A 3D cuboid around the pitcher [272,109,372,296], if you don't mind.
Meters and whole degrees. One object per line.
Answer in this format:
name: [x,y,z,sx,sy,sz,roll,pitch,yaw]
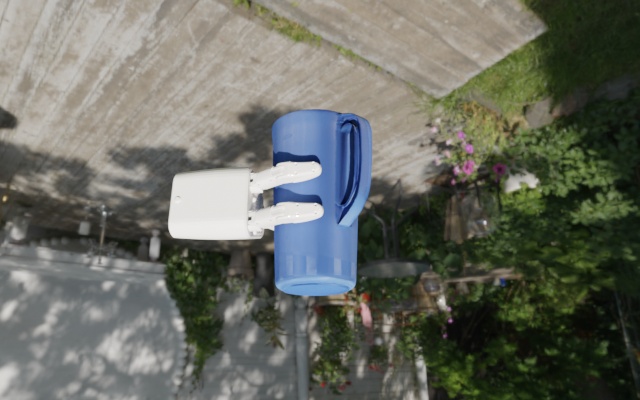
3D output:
pitcher: [0.000,0.002,0.663,0.145,0.242,0.149,-2,-20,4]
